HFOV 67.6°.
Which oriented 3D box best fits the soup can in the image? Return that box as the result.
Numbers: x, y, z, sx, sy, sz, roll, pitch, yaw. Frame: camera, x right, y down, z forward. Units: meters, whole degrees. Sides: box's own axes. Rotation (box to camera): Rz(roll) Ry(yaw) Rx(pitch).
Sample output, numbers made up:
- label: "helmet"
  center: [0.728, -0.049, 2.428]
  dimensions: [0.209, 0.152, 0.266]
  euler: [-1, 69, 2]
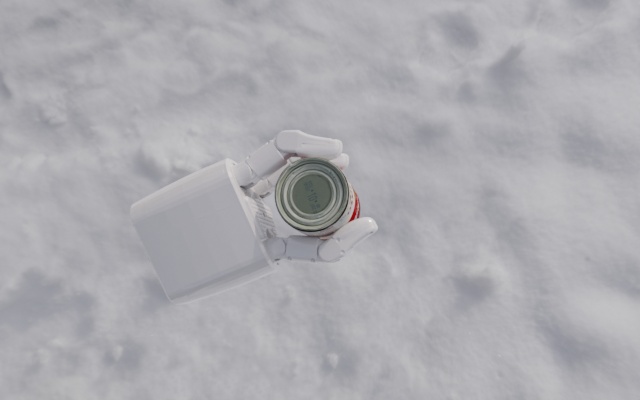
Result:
- label: "soup can"
  center: [0.001, 0.001, 0.458]
  dimensions: [0.068, 0.068, 0.102]
  euler: [0, -9, 10]
